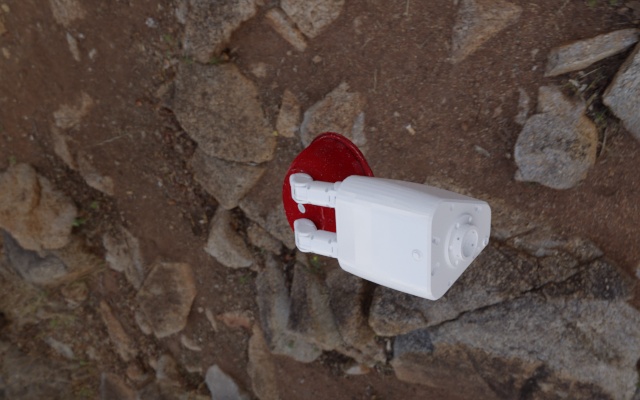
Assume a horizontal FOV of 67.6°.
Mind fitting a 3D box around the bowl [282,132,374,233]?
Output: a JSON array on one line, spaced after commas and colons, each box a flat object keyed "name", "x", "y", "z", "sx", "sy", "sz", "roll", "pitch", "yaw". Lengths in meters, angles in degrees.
[{"name": "bowl", "x": -0.001, "y": 0.002, "z": 0.574, "sx": 0.055, "sy": 0.162, "sz": 0.162, "roll": -15, "pitch": 8, "yaw": -31}]
